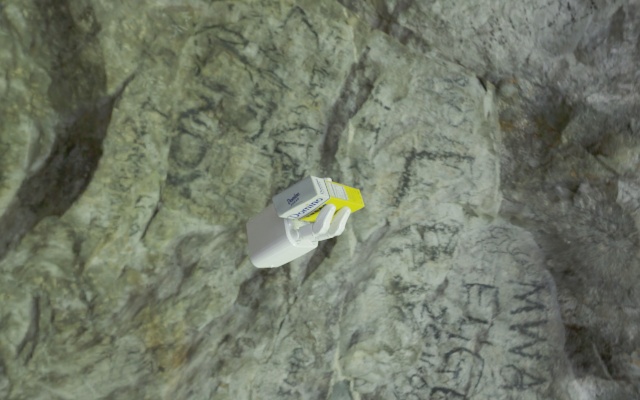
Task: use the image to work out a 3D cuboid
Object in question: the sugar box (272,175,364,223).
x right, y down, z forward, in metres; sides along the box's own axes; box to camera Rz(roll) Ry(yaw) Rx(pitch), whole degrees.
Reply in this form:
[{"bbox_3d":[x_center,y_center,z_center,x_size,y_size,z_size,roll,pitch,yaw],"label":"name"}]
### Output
[{"bbox_3d":[0.000,0.004,0.894,0.093,0.048,0.176,-29,-18,27],"label":"sugar box"}]
